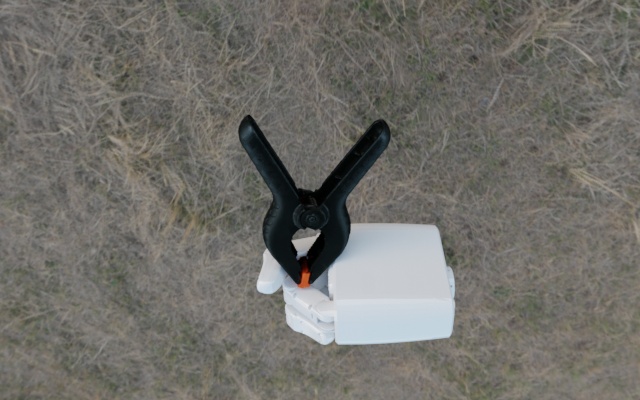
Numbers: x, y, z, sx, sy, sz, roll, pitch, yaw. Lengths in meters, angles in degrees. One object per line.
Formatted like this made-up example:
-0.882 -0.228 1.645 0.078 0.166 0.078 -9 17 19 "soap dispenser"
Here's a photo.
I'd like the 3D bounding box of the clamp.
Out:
0.000 0.002 0.413 0.120 0.172 0.039 -4 36 0 "clamp"
